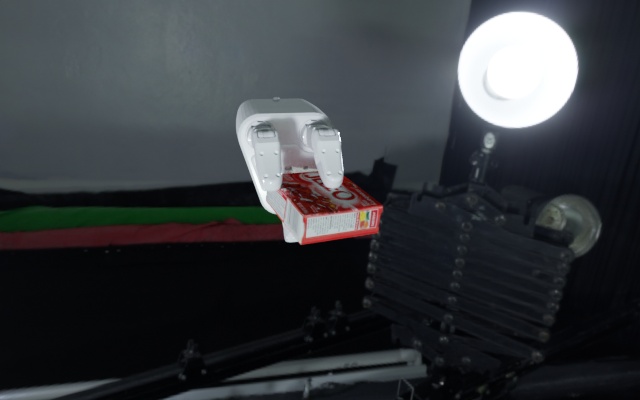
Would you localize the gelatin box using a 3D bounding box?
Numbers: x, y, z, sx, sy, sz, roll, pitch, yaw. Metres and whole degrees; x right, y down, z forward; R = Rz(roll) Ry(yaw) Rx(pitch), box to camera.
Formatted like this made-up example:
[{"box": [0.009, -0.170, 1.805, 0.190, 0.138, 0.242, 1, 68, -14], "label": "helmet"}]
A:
[{"box": [0.000, 0.002, 0.419, 0.073, 0.030, 0.089, -6, 27, -25], "label": "gelatin box"}]
